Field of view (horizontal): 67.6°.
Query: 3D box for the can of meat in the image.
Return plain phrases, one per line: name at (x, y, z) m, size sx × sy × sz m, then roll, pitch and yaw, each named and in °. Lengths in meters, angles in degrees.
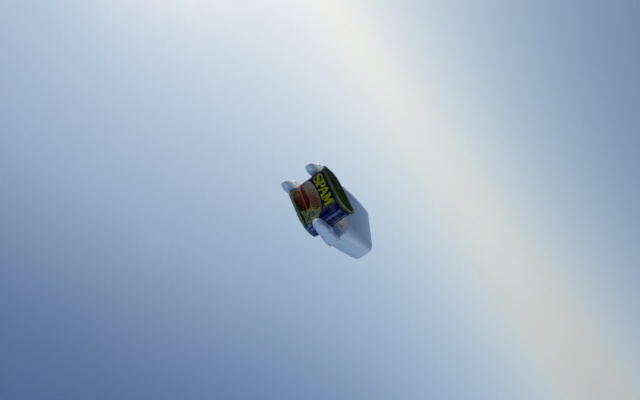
can of meat at (0.000, 0.003, 0.851) m, size 0.084 × 0.102 × 0.057 m, roll -35°, pitch -37°, yaw 14°
